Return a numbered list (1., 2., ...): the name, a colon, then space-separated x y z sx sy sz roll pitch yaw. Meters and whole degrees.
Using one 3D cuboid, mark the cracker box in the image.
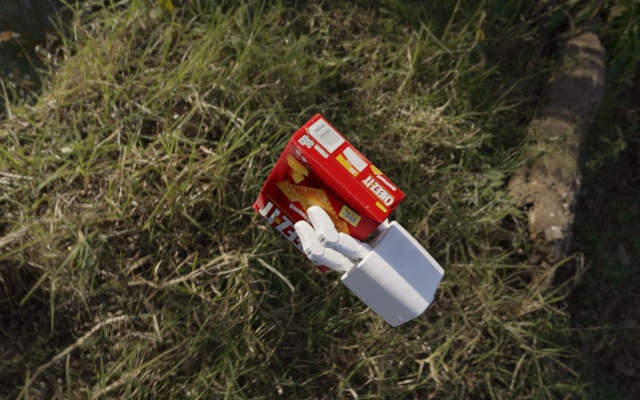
1. cracker box: 0.000 0.002 0.705 0.072 0.164 0.214 -45 -3 -34
